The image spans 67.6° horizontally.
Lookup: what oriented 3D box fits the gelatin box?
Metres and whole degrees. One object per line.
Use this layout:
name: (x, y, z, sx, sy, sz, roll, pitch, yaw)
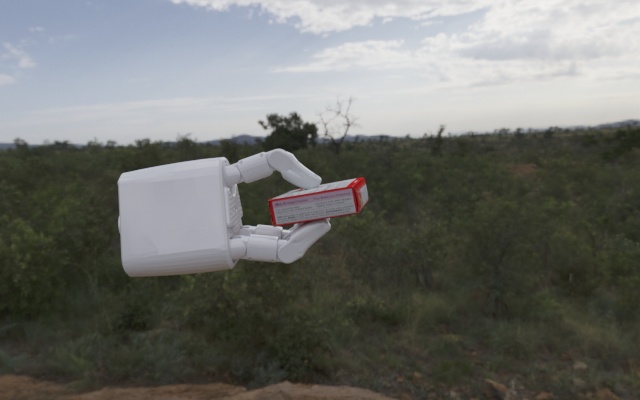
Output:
gelatin box: (0.000, 0.001, 0.487, 0.089, 0.030, 0.073, -10, 6, 14)
